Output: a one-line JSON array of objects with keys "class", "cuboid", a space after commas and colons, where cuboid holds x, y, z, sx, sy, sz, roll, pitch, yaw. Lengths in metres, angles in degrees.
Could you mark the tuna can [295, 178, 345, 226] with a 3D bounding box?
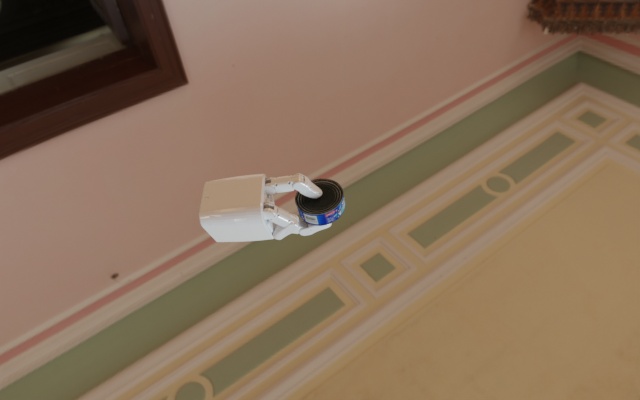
[{"class": "tuna can", "cuboid": [0.000, 0.003, 0.840, 0.086, 0.086, 0.034, 0, -43, 13]}]
